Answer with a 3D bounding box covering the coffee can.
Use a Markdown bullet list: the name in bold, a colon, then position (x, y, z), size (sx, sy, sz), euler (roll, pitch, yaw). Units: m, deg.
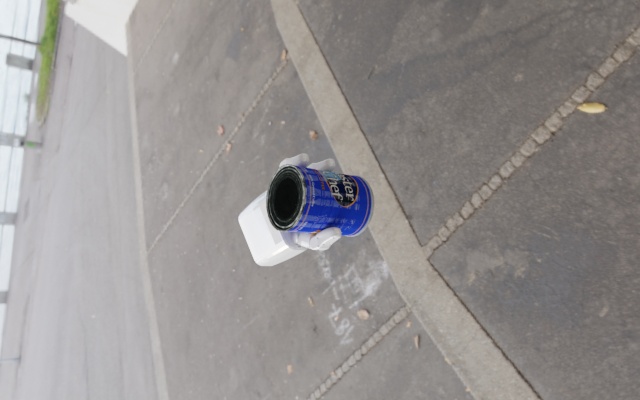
- **coffee can**: position (0.000, 0.002, 0.756), size (0.140, 0.103, 0.103), euler (7, -4, -38)
